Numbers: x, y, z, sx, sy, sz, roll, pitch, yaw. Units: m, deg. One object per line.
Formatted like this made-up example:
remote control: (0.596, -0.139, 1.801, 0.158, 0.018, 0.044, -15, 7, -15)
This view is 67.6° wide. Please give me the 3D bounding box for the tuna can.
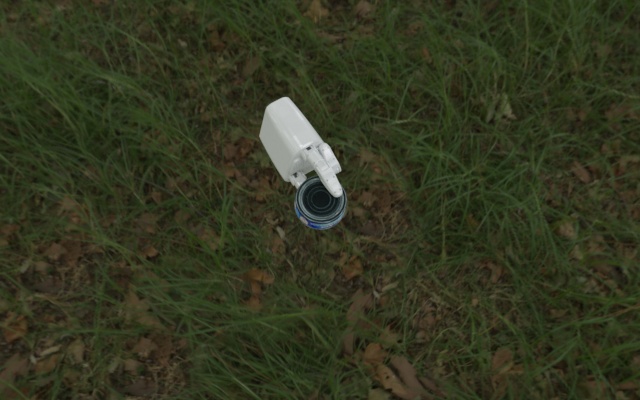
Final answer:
tuna can: (0.000, 0.002, 0.786, 0.086, 0.086, 0.034, 0, -20, -4)
